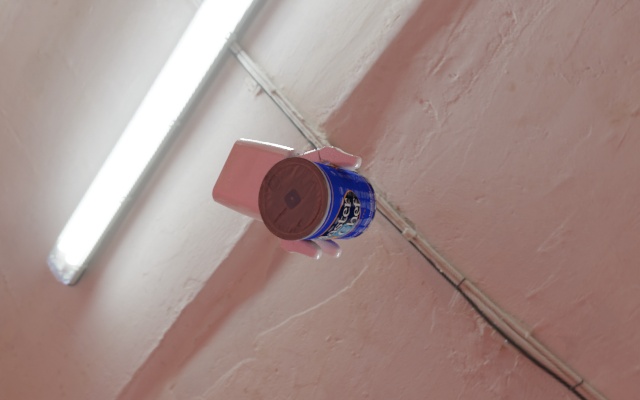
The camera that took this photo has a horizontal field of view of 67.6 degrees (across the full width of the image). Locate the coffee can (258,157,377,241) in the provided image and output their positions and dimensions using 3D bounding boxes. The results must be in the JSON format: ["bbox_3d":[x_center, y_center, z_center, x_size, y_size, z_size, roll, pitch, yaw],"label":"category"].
[{"bbox_3d":[0.000,0.002,0.638,0.103,0.103,0.140,0,-4,31],"label":"coffee can"}]
